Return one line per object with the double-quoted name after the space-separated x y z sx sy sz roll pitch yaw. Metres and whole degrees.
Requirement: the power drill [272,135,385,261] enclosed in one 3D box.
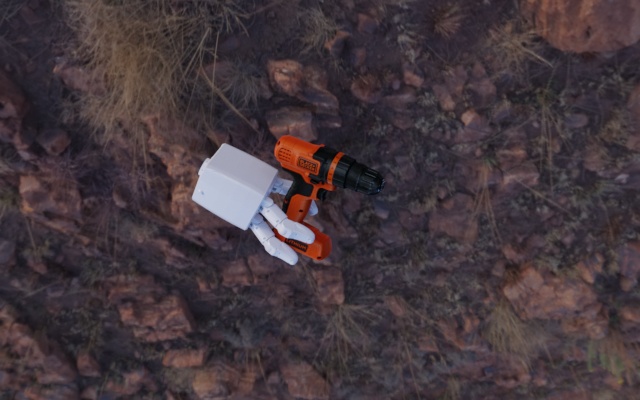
0.000 0.003 0.779 0.184 0.188 0.057 24 30 18 "power drill"
